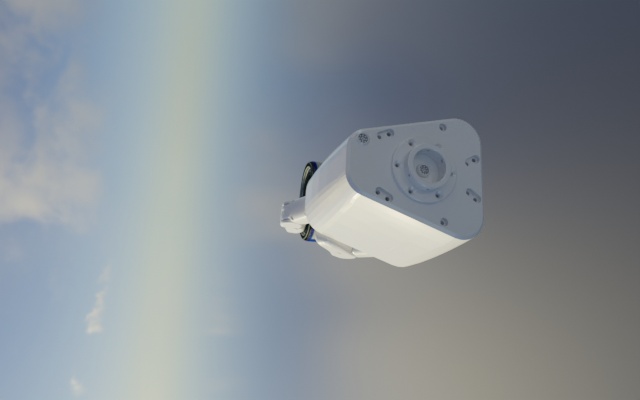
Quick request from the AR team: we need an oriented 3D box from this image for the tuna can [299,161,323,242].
[{"bbox_3d":[-0.001,0.002,0.505,0.034,0.086,0.086,4,-1,-12],"label":"tuna can"}]
